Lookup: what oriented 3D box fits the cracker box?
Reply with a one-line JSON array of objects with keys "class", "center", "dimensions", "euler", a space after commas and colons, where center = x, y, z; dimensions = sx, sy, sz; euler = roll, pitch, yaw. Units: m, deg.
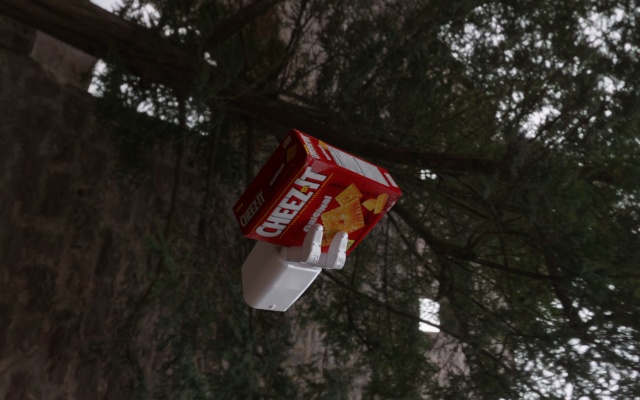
[{"class": "cracker box", "center": [0.000, 0.002, 0.744], "dimensions": [0.214, 0.164, 0.072], "euler": [18, 31, -41]}]
